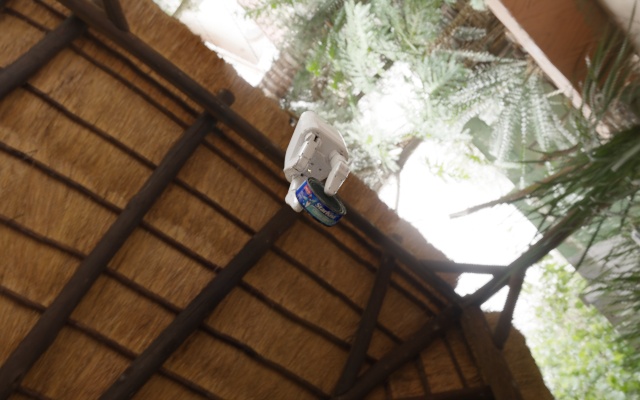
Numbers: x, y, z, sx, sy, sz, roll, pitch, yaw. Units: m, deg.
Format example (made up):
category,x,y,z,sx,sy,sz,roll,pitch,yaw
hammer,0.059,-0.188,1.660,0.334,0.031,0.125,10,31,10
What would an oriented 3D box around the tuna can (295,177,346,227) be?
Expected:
category,x,y,z,sx,sy,sz,roll,pitch,yaw
tuna can,0.000,0.003,0.777,0.034,0.086,0.086,-46,-16,16
